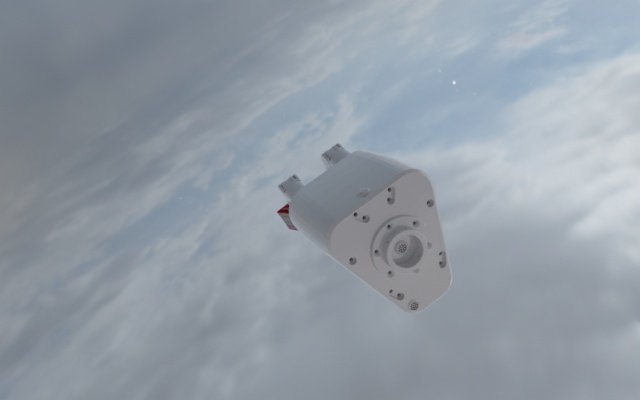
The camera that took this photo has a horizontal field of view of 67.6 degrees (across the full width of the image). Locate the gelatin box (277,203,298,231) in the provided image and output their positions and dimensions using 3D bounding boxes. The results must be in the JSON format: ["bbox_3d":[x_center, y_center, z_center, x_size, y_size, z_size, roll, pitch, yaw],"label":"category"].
[{"bbox_3d":[0.000,0.002,0.530,0.073,0.030,0.089,-40,15,-20],"label":"gelatin box"}]
